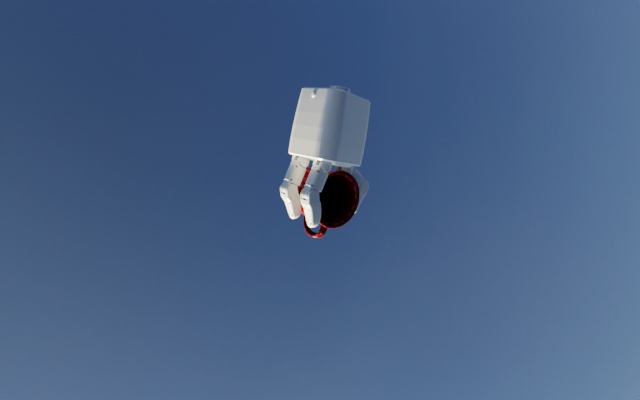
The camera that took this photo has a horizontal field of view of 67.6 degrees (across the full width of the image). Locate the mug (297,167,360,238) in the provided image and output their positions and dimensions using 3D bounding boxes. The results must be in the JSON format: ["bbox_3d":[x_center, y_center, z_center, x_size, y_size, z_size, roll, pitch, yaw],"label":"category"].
[{"bbox_3d":[0.000,0.004,0.780,0.093,0.117,0.081,7,7,-38],"label":"mug"}]
